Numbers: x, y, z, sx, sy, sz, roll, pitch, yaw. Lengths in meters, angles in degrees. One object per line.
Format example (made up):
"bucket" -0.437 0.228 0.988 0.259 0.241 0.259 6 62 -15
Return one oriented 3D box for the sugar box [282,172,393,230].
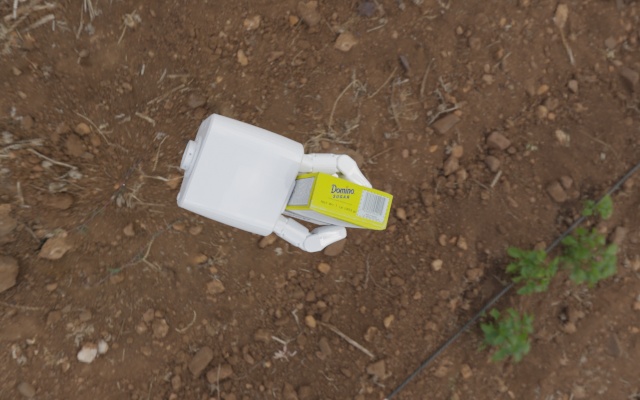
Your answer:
"sugar box" 0.000 0.001 0.572 0.093 0.048 0.176 18 -5 -22
